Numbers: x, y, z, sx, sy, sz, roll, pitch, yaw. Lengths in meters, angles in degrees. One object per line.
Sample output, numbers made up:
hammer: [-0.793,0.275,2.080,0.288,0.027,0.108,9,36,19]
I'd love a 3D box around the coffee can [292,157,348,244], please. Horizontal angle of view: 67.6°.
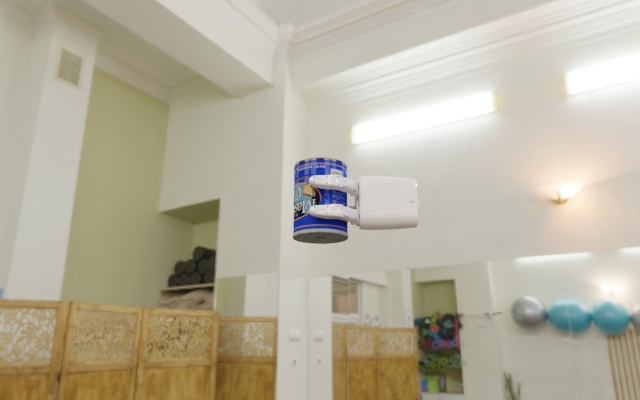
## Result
coffee can: [0.000,0.003,0.895,0.103,0.140,0.103,0,-16,0]
